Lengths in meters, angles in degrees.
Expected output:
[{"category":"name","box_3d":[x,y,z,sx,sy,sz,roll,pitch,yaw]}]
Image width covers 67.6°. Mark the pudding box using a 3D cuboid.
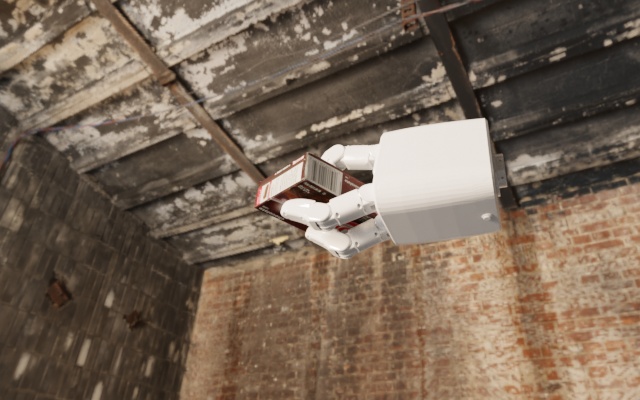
[{"category":"pudding box","box_3d":[0.000,0.002,0.516,0.113,0.039,0.090,29,-37,-30]}]
